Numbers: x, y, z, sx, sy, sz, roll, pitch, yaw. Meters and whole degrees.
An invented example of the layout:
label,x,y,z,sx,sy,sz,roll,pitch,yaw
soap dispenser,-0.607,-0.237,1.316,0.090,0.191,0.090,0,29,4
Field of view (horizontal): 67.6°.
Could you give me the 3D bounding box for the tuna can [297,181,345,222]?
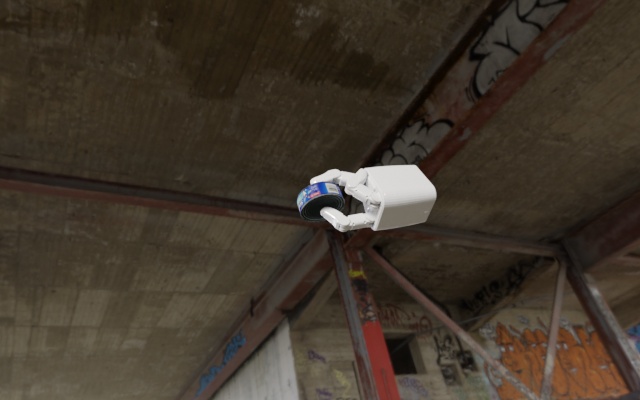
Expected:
label,x,y,z,sx,sy,sz,roll,pitch,yaw
tuna can,0.000,0.002,0.889,0.086,0.033,0.086,-13,-34,-9
